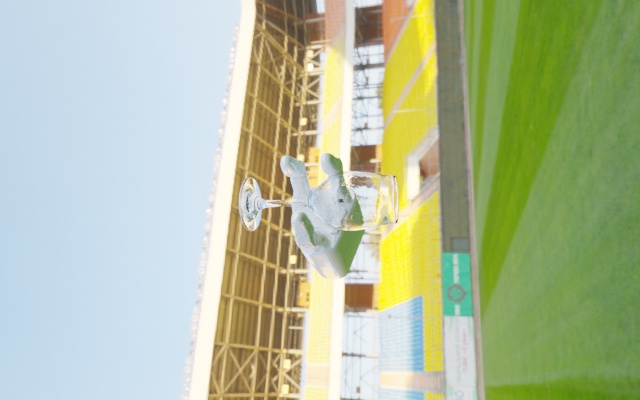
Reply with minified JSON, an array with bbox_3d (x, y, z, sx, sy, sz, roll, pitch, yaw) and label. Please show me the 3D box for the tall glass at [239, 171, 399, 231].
[{"bbox_3d":[-0.001,0.002,0.630,0.201,0.079,0.079,-2,-1,15],"label":"tall glass"}]
